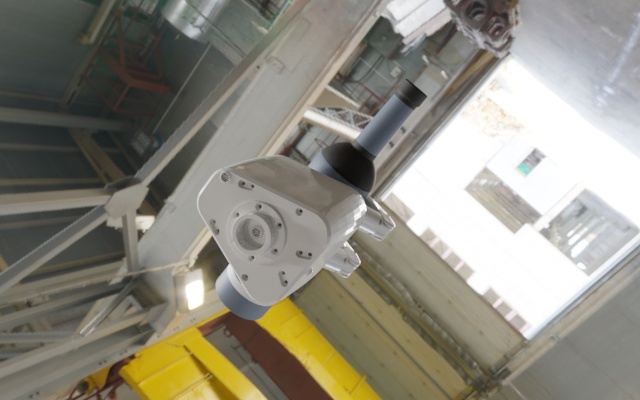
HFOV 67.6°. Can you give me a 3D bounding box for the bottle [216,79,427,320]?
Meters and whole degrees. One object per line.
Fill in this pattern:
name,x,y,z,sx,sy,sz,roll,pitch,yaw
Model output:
bottle,0.000,0.002,0.491,0.069,0.296,0.069,35,19,-14
